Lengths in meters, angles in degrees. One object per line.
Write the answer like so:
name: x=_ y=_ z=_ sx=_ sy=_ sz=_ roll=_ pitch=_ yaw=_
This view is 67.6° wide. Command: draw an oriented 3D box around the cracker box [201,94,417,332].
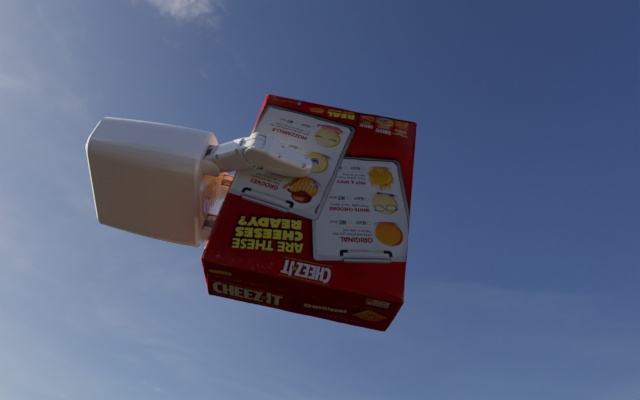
cracker box: x=0.000 y=0.001 z=0.459 sx=0.164 sy=0.213 sz=0.072 roll=12 pitch=-39 yaw=2
